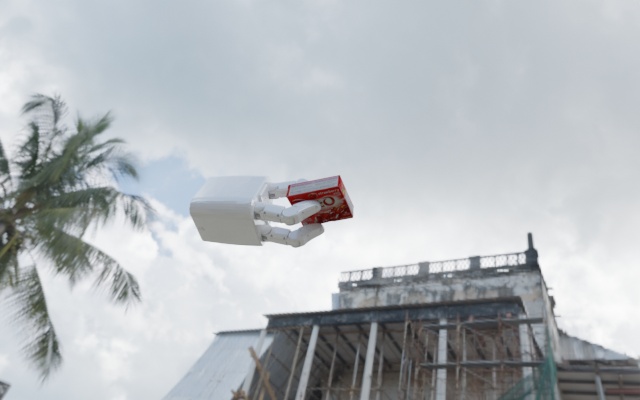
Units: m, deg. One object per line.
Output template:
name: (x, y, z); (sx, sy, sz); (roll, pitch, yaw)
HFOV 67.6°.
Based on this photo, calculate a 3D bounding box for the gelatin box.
gelatin box: (0.000, 0.002, 0.751); (0.089, 0.030, 0.073); (-11, -47, 17)
